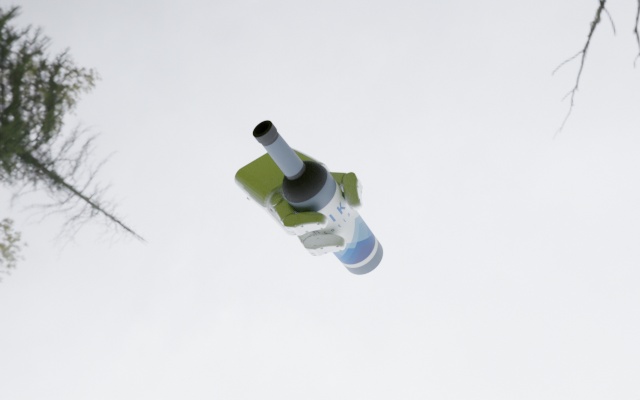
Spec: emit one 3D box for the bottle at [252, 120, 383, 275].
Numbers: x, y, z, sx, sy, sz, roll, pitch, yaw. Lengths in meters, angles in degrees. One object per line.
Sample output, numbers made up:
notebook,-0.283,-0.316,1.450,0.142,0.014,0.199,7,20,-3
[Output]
bottle,0.000,0.002,0.650,0.069,0.069,0.296,0,-36,35
